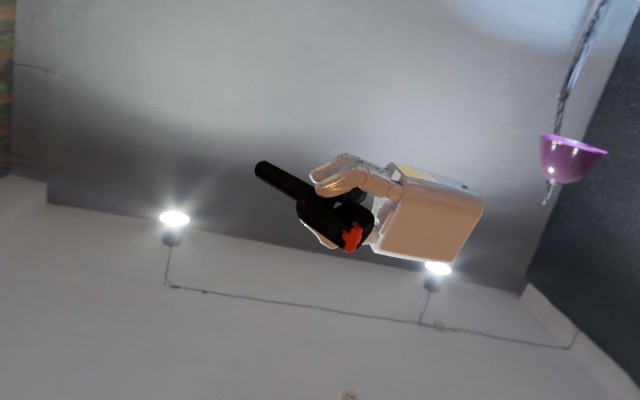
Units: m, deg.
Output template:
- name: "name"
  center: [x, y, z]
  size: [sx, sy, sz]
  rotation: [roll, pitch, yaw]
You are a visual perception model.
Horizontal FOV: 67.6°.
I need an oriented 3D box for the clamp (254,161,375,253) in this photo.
- name: "clamp"
  center: [0.000, 0.003, 0.583]
  size: [0.164, 0.036, 0.210]
  rotation: [14, 17, -12]
